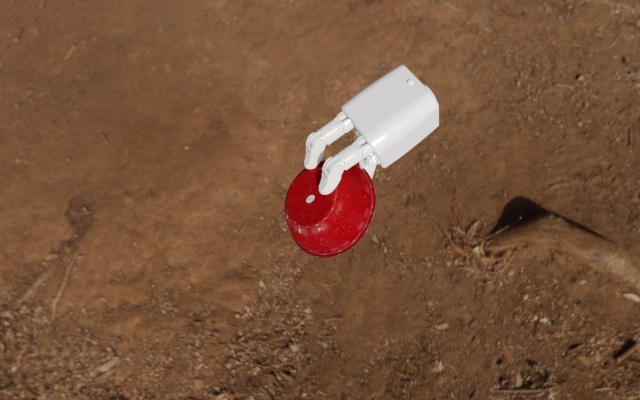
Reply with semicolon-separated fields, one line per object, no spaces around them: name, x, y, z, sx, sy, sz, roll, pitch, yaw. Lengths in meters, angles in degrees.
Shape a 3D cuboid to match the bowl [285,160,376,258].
bowl;-0.001;0.003;0.721;0.162;0.162;0.055;0;-16;36
